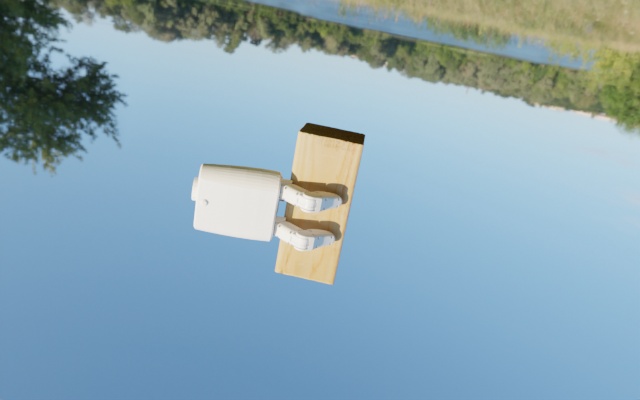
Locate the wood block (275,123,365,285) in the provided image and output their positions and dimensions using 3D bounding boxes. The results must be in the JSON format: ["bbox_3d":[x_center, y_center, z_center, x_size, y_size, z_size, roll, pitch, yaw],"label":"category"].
[{"bbox_3d":[0.000,0.002,0.690,0.090,0.206,0.090,12,19,2],"label":"wood block"}]
